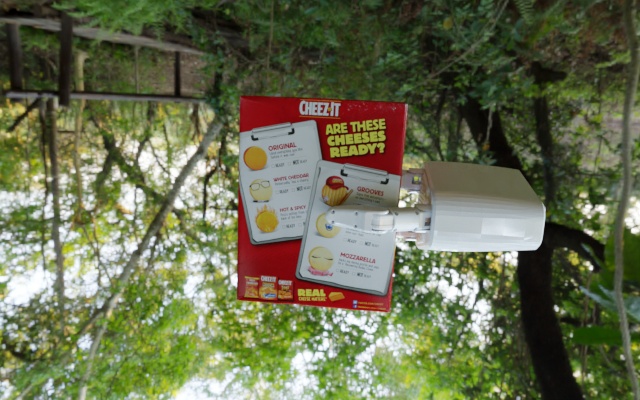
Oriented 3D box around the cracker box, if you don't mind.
[{"bbox_3d":[0.000,0.002,0.505,0.164,0.214,0.072,4,11,4],"label":"cracker box"}]
